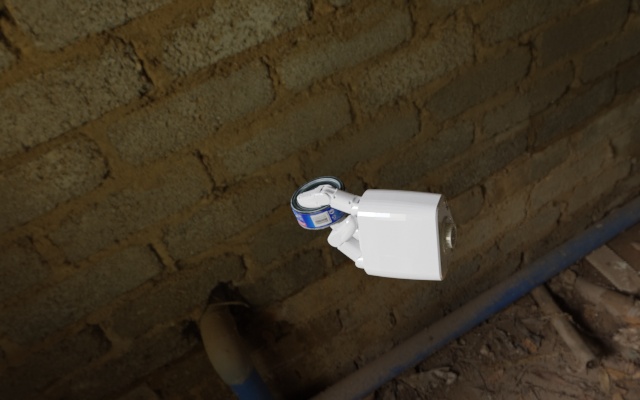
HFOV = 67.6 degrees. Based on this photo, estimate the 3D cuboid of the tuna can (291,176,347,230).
[{"bbox_3d":[0.000,0.002,0.708,0.086,0.034,0.086,-16,35,12],"label":"tuna can"}]
